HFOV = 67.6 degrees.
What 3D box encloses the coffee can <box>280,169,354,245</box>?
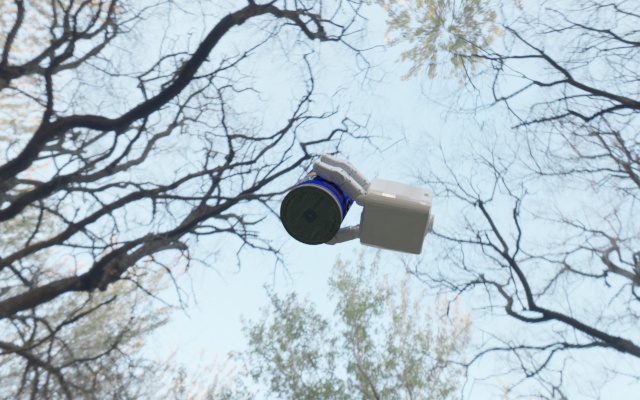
[{"bbox_3d":[0.000,0.003,0.822,0.103,0.103,0.140,0,19,15],"label":"coffee can"}]
